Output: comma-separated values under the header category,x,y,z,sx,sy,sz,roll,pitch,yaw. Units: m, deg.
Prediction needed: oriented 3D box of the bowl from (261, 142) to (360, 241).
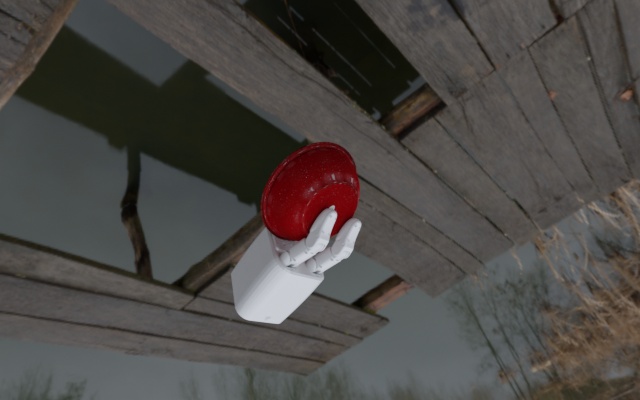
category,x,y,z,sx,sy,sz,roll,pitch,yaw
bowl,0.001,0.001,0.668,0.162,0.162,0.055,0,29,-38
